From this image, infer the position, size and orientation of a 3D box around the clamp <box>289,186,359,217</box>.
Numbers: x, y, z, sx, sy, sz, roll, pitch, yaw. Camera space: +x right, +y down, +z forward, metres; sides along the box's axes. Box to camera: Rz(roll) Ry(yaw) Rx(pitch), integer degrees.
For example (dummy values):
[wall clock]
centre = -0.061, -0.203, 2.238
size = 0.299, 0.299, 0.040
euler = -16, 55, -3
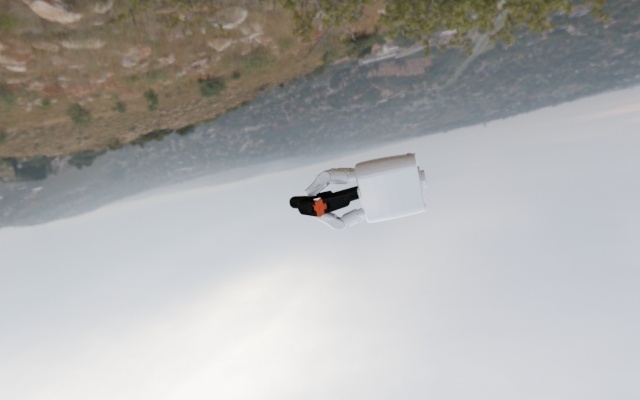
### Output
[clamp]
centre = 0.000, 0.004, 0.880
size = 0.164, 0.036, 0.210
euler = -10, 5, 14
